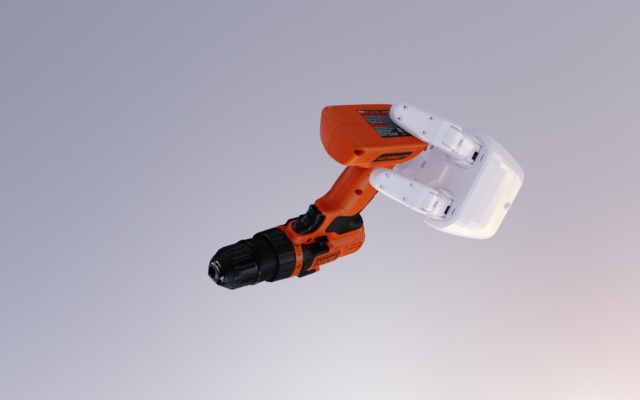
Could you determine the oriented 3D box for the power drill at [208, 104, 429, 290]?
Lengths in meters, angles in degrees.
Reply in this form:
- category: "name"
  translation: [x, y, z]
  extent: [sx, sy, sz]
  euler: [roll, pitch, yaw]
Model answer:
- category: "power drill"
  translation: [0.000, 0.001, 0.434]
  extent: [0.184, 0.057, 0.188]
  euler: [-14, -33, -43]
